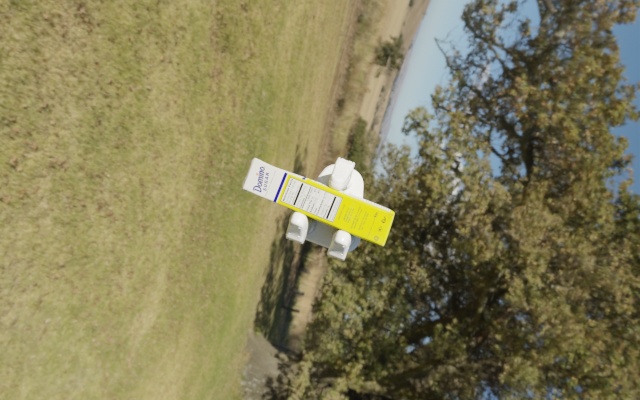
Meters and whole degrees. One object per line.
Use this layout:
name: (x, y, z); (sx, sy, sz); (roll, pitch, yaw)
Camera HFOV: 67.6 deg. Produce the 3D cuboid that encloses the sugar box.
sugar box: (0.000, 0.002, 0.584); (0.176, 0.048, 0.093); (19, 1, 5)
